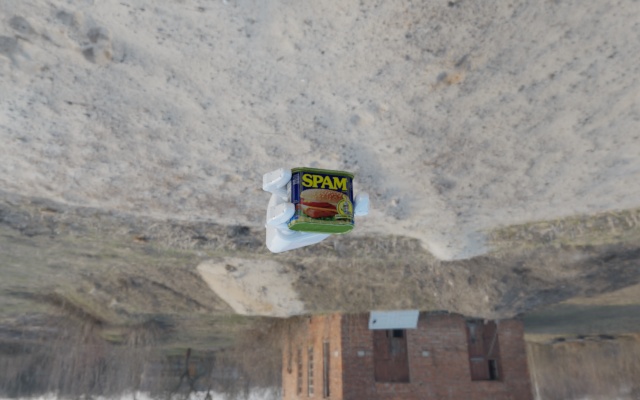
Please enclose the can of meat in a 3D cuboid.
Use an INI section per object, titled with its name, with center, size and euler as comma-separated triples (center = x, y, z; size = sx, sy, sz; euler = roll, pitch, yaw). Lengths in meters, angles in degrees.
[can of meat]
center = 0.000, 0.003, 0.706
size = 0.102, 0.084, 0.057
euler = 5, -20, -17
